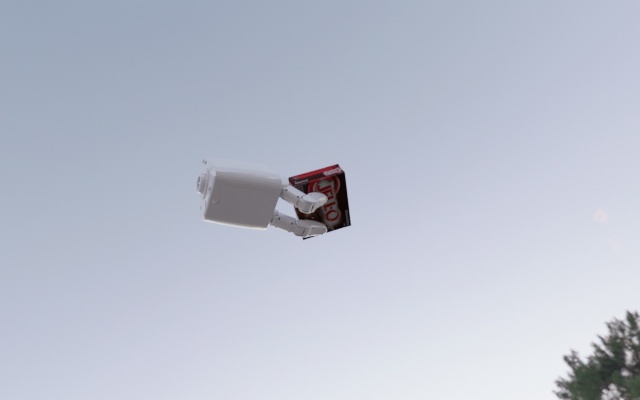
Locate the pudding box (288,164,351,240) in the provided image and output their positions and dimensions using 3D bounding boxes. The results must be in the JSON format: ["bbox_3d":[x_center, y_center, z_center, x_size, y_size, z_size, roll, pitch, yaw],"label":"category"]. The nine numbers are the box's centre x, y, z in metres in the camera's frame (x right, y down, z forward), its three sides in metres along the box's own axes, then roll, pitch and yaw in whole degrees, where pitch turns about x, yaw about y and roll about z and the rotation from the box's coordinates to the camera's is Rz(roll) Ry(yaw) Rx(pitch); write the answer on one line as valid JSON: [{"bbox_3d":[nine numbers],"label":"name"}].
[{"bbox_3d":[0.000,0.003,0.802,0.090,0.114,0.039,-16,37,-9],"label":"pudding box"}]
